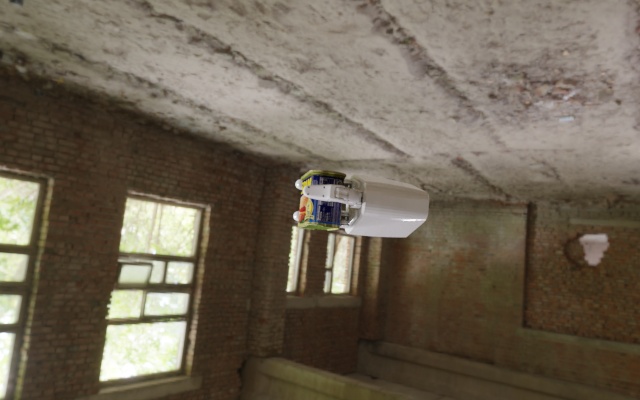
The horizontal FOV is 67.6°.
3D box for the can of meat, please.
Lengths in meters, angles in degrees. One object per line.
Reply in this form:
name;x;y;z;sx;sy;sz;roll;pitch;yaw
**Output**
can of meat;0.000;0.003;0.747;0.057;0.084;0.102;7;-7;-13
